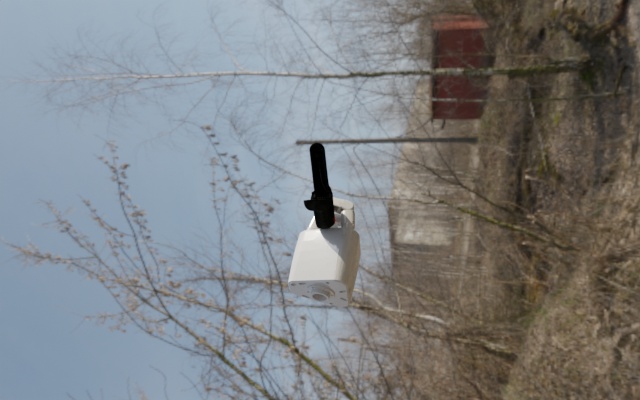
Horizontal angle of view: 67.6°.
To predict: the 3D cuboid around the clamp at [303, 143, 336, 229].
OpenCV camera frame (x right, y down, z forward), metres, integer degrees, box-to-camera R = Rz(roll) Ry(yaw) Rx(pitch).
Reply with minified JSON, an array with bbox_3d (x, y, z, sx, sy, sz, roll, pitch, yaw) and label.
[{"bbox_3d":[0.000,0.003,0.794,0.039,0.120,0.172,3,-39,16],"label":"clamp"}]
